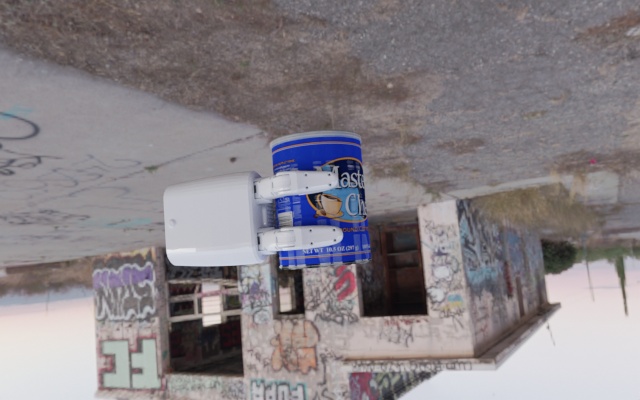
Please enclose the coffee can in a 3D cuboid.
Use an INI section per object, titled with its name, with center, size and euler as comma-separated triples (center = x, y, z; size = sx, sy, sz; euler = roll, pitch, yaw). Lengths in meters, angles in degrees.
[coffee can]
center = 0.000, 0.002, 0.533
size = 0.103, 0.140, 0.103
euler = -5, -5, 0
